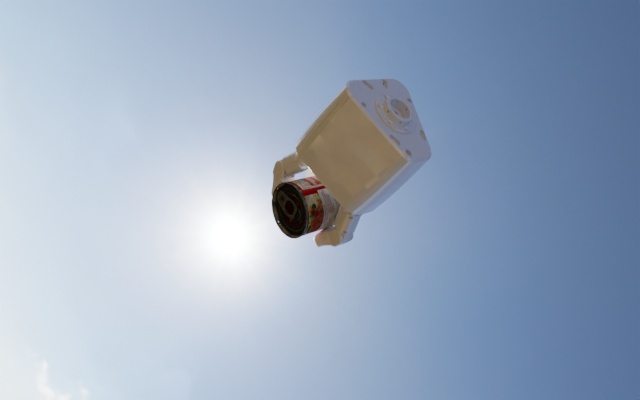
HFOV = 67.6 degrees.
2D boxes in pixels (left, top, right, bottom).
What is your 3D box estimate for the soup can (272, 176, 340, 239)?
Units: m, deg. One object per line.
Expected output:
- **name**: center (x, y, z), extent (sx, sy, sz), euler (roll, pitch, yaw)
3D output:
- **soup can**: center (0.000, 0.002, 0.593), extent (0.102, 0.068, 0.068), euler (-15, 9, -40)
